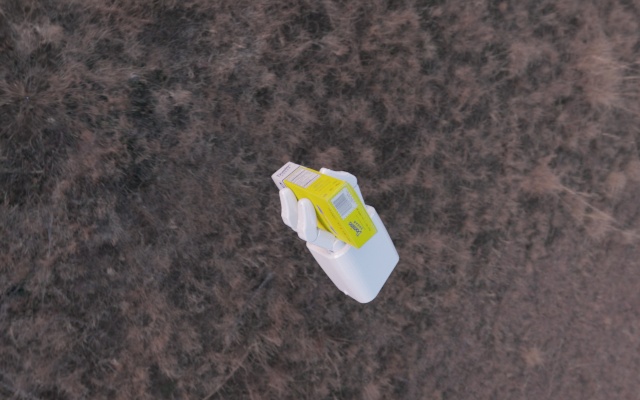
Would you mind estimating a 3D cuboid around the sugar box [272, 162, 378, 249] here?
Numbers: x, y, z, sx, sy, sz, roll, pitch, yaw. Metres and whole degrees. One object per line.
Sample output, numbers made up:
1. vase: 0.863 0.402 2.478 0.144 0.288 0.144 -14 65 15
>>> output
1. sugar box: 0.000 0.003 0.695 0.048 0.093 0.176 -42 28 -17
